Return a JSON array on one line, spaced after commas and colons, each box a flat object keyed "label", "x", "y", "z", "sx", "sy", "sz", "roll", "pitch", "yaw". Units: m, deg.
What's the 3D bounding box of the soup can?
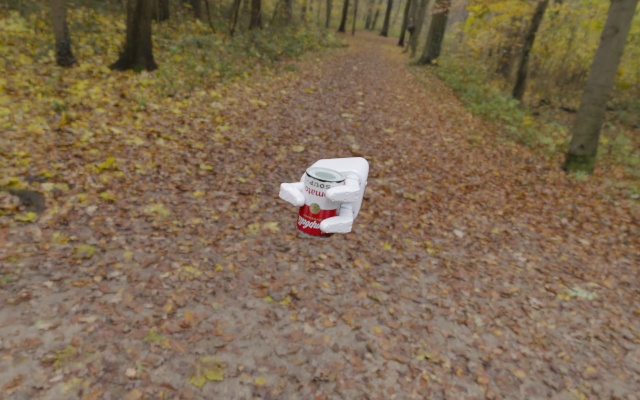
[{"label": "soup can", "x": 0.000, "y": 0.002, "z": 0.795, "sx": 0.068, "sy": 0.102, "sz": 0.068, "roll": 10, "pitch": 21, "yaw": -4}]
